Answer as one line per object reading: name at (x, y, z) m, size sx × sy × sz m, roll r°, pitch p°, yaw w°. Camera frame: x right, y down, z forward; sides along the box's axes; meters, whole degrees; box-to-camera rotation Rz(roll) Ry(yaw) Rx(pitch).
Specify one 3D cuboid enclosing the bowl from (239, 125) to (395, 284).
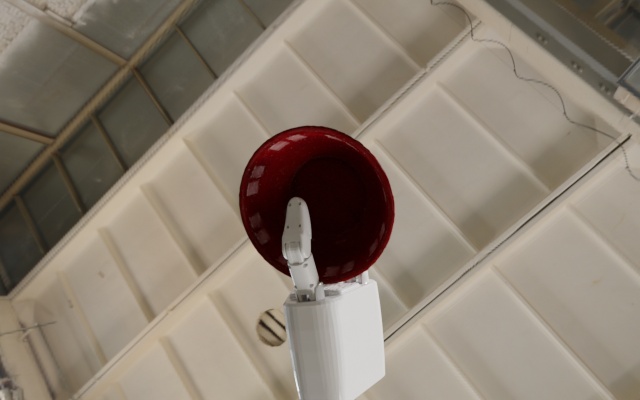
bowl at (0.000, 0.000, 0.492) m, size 0.162 × 0.162 × 0.055 m, roll 0°, pitch 14°, yaw 18°
